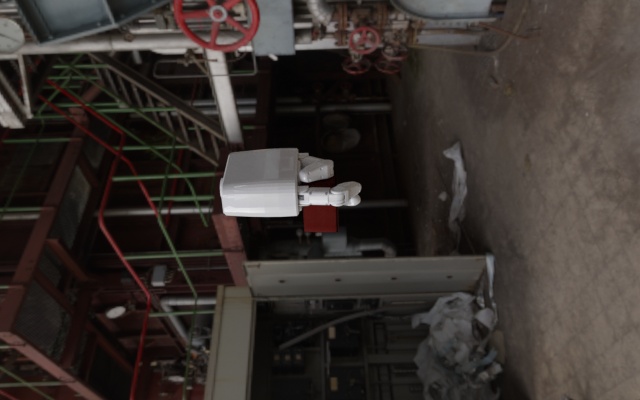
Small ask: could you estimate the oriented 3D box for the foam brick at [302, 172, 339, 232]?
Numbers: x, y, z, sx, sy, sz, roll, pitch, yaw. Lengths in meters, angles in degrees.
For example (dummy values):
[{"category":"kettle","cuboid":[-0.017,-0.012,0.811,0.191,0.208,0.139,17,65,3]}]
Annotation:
[{"category":"foam brick","cuboid":[0.000,0.003,0.712,0.051,0.078,0.053,-2,22,0]}]
